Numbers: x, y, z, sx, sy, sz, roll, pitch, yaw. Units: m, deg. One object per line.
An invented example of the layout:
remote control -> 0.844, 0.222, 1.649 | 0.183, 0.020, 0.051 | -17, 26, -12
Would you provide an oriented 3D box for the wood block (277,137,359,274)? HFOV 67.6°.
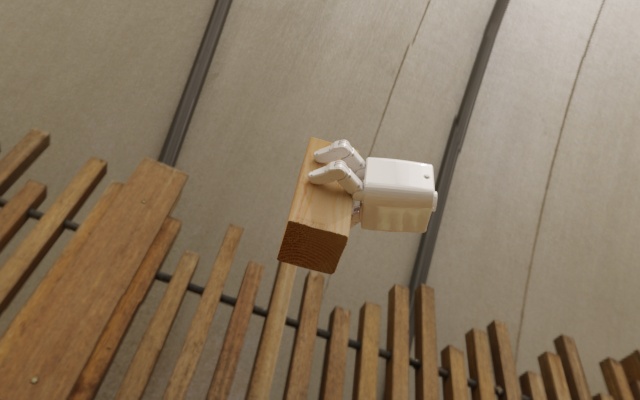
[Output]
wood block -> 0.000, 0.003, 0.759 | 0.090, 0.091, 0.206 | 15, 42, -3
